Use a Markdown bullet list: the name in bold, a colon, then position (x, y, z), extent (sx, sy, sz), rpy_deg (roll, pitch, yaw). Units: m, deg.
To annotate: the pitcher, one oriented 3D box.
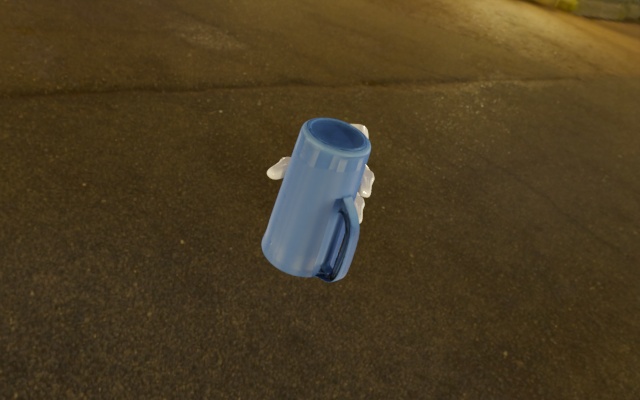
- **pitcher**: position (0.000, 0.002, 0.760), extent (0.149, 0.243, 0.145), rpy_deg (18, 34, -1)
